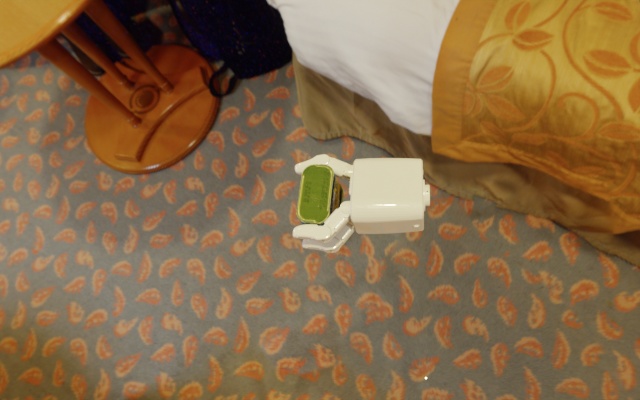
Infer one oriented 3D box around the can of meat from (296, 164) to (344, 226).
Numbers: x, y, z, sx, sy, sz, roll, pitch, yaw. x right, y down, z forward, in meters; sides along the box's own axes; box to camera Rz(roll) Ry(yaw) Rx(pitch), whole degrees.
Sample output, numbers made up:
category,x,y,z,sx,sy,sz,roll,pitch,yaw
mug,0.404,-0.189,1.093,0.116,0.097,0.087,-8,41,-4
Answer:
category,x,y,z,sx,sy,sz,roll,pitch,yaw
can of meat,0.000,0.002,0.760,0.057,0.102,0.084,2,-19,12
